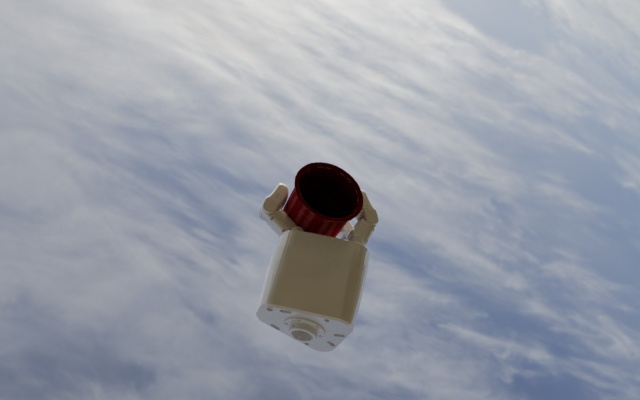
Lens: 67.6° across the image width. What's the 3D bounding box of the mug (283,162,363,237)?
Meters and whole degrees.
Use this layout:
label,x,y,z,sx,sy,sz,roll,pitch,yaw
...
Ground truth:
label,x,y,z,sx,sy,sz,roll,pitch,yaw
mug,0.000,0.001,0.635,0.093,0.117,0.081,24,-42,-7
